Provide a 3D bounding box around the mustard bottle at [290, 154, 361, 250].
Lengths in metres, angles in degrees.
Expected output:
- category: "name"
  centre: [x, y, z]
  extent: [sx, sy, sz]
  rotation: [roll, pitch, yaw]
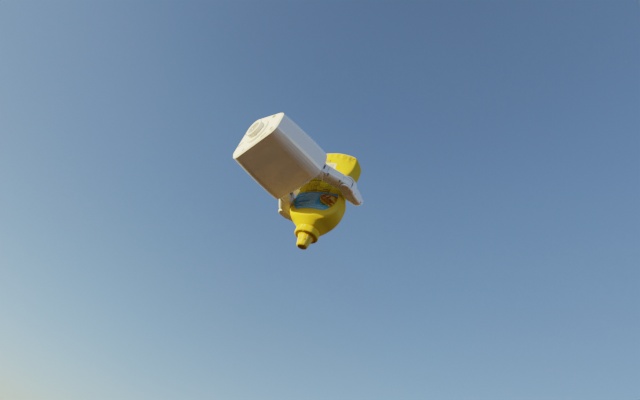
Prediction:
- category: "mustard bottle"
  centre: [0.000, 0.003, 0.828]
  extent: [0.096, 0.191, 0.058]
  rotation: [3, -40, 26]
